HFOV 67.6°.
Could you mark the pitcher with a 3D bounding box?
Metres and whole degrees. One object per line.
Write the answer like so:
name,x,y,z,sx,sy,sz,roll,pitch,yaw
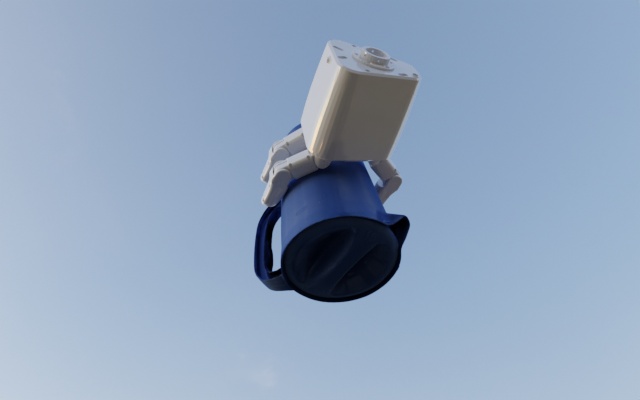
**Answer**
pitcher,0.000,0.002,0.607,0.149,0.145,0.242,9,35,-15
